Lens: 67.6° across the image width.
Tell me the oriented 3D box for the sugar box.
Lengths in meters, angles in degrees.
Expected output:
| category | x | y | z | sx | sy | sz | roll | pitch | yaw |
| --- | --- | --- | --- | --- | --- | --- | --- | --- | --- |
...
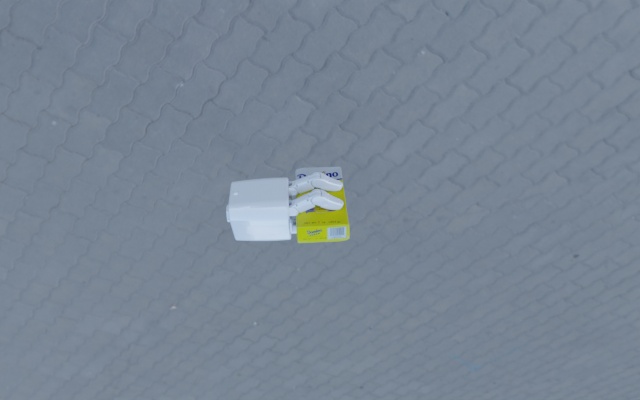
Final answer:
| category | x | y | z | sx | sy | sz | roll | pitch | yaw |
| --- | --- | --- | --- | --- | --- | --- | --- | --- | --- |
| sugar box | 0.000 | 0.003 | 0.892 | 0.093 | 0.048 | 0.176 | -2 | 41 | -3 |
